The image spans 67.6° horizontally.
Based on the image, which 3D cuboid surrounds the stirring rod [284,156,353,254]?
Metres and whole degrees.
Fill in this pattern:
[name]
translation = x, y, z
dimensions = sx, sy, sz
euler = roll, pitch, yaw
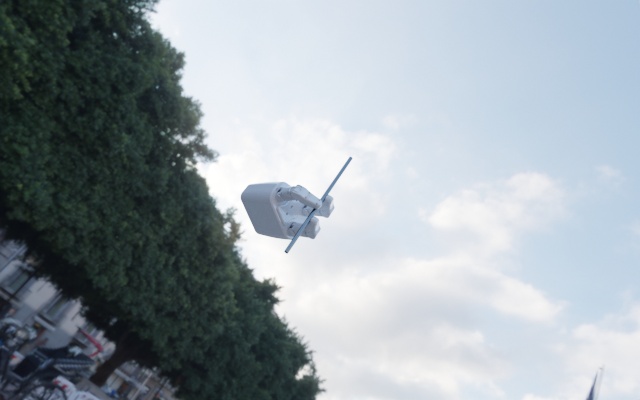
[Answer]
[stirring rod]
translation = 0.000, 0.003, 0.884
dimensions = 0.011, 0.239, 0.011
euler = 26, -30, 16
